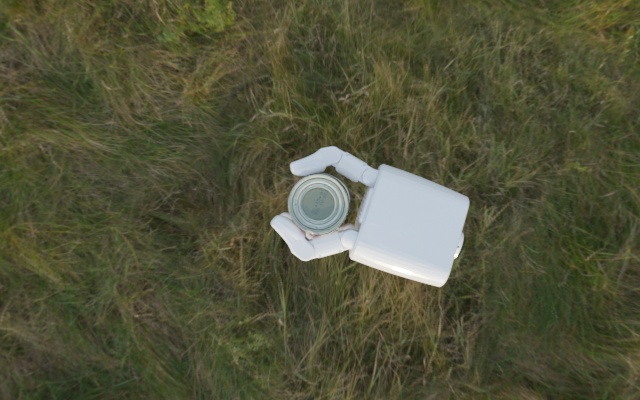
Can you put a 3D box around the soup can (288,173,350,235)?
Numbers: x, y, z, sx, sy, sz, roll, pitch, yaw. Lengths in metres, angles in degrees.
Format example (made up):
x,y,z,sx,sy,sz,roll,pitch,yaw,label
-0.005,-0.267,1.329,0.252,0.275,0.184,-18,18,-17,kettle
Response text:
x,y,z,sx,sy,sz,roll,pitch,yaw,label
0.000,0.002,0.554,0.068,0.068,0.102,0,3,3,soup can
